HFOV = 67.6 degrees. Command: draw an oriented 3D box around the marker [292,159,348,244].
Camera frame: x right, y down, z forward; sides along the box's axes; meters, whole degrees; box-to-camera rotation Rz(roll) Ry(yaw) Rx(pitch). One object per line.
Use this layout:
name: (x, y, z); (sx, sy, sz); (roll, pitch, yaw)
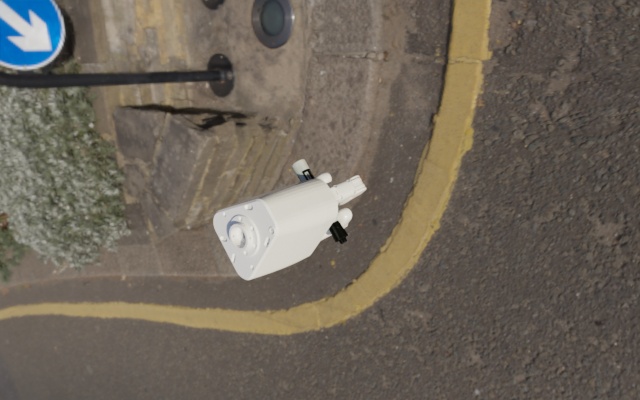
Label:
marker: (0.000, 0.002, 0.614); (0.020, 0.121, 0.020); (-29, -10, -6)
